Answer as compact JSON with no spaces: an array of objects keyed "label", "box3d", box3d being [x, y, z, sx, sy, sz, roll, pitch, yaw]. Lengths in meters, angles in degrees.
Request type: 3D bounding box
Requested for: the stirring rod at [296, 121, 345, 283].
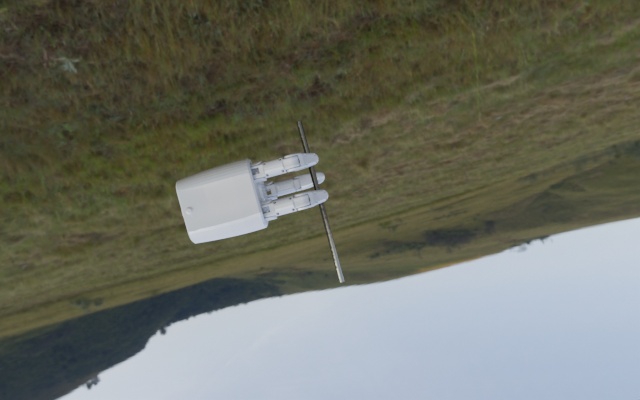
[{"label":"stirring rod","box3d":[0.000,0.002,0.693,0.011,0.239,0.011,-15,1,0]}]
